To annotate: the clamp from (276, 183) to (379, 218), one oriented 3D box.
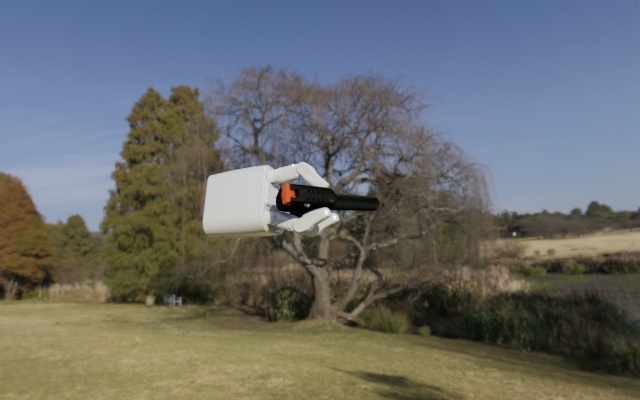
[{"bbox_3d":[0.000,0.002,0.757,0.164,0.036,0.210,-8,-11,14],"label":"clamp"}]
